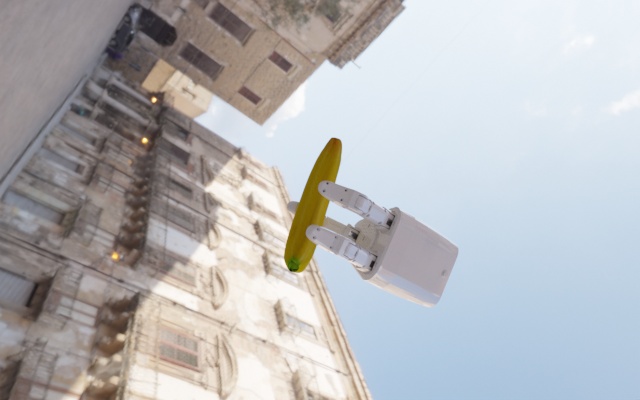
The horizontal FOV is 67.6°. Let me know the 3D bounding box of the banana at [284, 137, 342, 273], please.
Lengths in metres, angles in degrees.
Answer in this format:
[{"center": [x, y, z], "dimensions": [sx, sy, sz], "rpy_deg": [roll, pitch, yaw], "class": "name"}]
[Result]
[{"center": [-0.008, 0.013, 0.588], "dimensions": [0.037, 0.197, 0.070], "rpy_deg": [24, -33, -12], "class": "banana"}]
